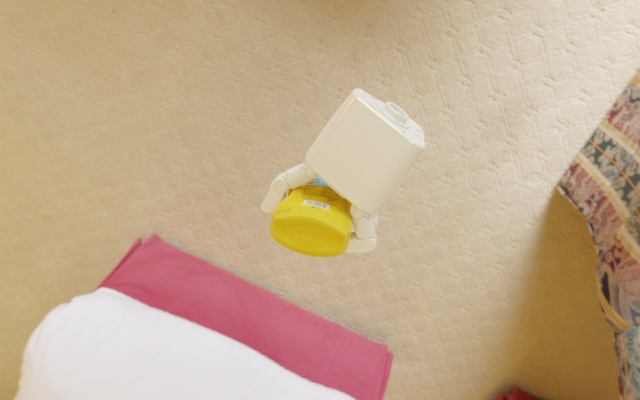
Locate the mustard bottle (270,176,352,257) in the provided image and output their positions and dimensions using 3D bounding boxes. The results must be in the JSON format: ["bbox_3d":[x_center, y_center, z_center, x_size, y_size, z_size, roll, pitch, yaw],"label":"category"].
[{"bbox_3d":[0.000,0.003,0.644,0.096,0.058,0.191,11,26,4],"label":"mustard bottle"}]
